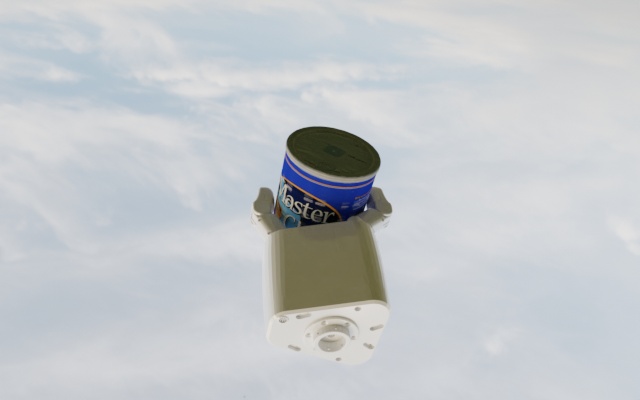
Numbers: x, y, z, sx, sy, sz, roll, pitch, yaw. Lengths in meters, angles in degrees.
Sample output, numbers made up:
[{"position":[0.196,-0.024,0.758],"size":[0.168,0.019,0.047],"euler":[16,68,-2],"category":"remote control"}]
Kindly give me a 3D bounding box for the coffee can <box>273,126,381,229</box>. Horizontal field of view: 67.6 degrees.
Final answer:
[{"position":[0.000,0.002,0.543],"size":[0.103,0.140,0.102],"euler":[10,35,-7],"category":"coffee can"}]
